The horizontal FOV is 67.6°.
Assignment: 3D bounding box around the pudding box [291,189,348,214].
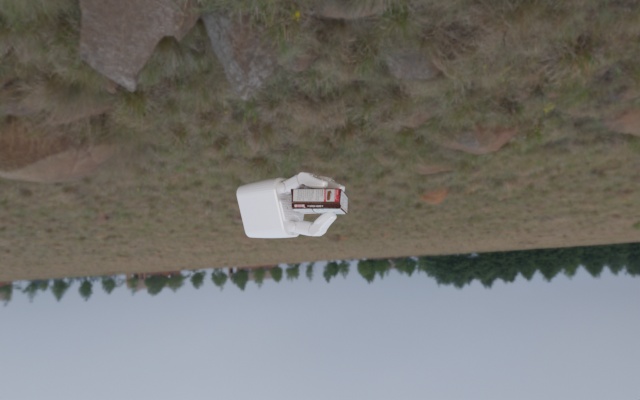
[{"bbox_3d":[0.000,0.003,0.862,0.090,0.039,0.113,-1,-5,8],"label":"pudding box"}]
